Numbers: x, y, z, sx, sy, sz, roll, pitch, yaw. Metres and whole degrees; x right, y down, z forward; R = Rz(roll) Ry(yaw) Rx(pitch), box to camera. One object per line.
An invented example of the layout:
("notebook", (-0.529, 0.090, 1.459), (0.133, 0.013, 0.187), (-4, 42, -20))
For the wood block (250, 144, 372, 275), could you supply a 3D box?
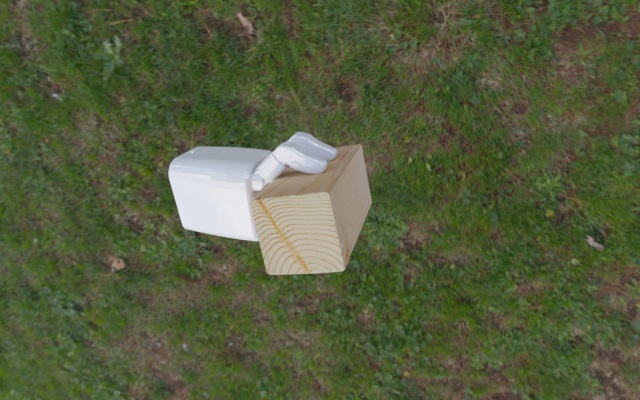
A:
("wood block", (0.000, 0.002, 0.589), (0.090, 0.091, 0.206), (-6, 19, 17))
